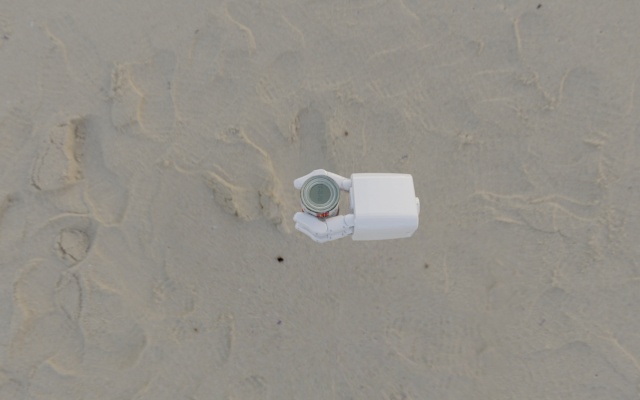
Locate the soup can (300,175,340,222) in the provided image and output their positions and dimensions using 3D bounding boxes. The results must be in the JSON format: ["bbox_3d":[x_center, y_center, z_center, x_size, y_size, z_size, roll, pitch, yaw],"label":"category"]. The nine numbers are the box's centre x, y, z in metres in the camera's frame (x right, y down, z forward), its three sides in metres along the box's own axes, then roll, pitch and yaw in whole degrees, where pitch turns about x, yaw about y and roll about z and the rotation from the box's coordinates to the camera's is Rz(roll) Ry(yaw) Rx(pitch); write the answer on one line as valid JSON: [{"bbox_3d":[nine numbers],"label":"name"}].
[{"bbox_3d":[0.000,0.003,0.823,0.068,0.068,0.102,0,-16,0],"label":"soup can"}]
